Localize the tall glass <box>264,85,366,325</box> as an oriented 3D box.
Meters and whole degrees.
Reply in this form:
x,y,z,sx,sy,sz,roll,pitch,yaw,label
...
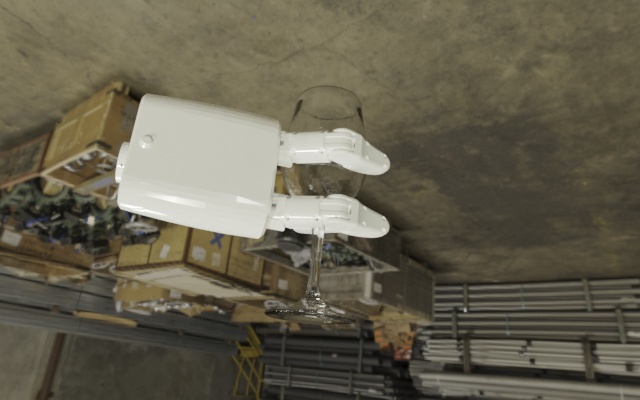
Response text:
x,y,z,sx,sy,sz,roll,pitch,yaw,label
0.000,0.002,0.416,0.079,0.201,0.079,5,-21,2,tall glass
